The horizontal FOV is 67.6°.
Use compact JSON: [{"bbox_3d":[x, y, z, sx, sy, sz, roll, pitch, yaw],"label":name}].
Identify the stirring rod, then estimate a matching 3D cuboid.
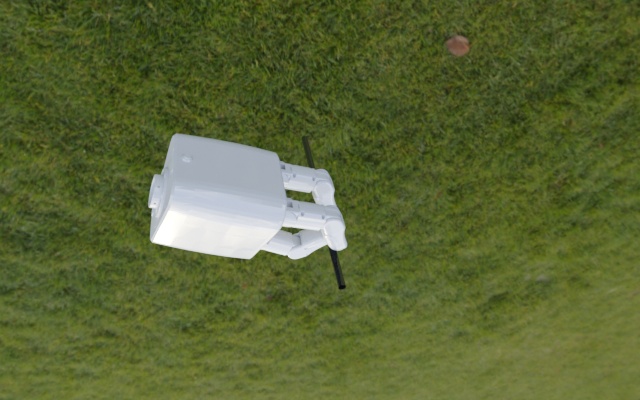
[{"bbox_3d":[0.000,0.002,0.564,0.011,0.239,0.011,-8,-43,-7],"label":"stirring rod"}]
